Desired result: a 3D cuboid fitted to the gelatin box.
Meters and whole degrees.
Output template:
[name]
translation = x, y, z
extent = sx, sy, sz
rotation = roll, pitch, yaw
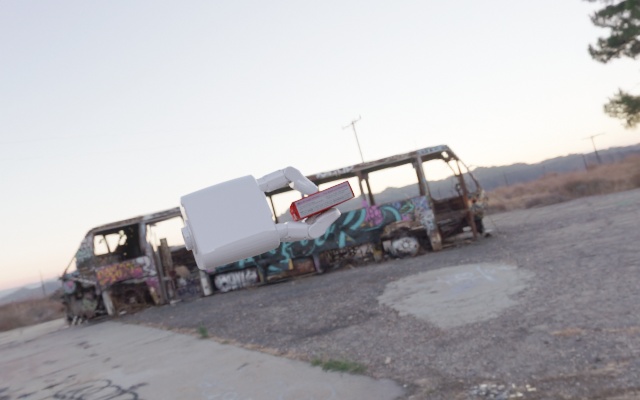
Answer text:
[gelatin box]
translation = 0.000, 0.002, 0.696
extent = 0.089, 0.030, 0.073
rotation = -23, -1, -8
